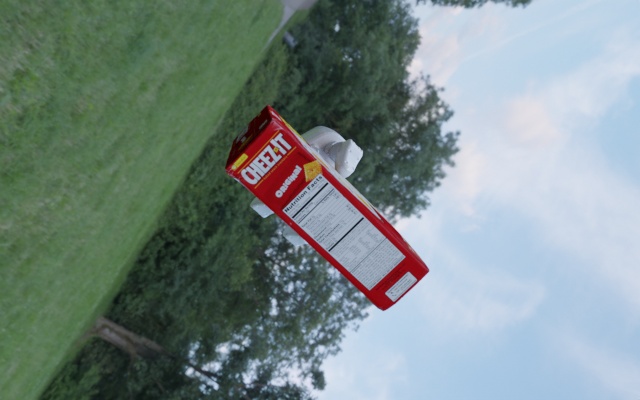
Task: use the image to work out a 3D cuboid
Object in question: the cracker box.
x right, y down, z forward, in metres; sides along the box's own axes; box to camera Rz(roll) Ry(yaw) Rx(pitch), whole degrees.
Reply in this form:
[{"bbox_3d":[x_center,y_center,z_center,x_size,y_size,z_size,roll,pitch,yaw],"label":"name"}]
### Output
[{"bbox_3d":[0.000,0.002,0.512,0.214,0.072,0.164,43,5,-16],"label":"cracker box"}]
